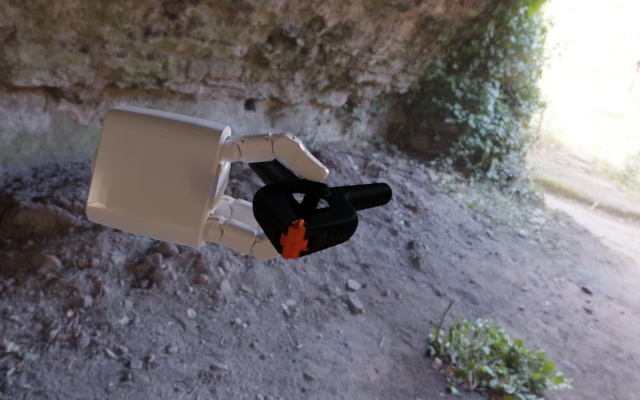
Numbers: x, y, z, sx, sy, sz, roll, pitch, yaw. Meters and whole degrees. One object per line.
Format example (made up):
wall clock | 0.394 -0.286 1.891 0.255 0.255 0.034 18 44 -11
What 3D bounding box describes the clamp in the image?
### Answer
clamp | 0.000 0.001 0.453 0.164 0.036 0.210 12 19 -5
